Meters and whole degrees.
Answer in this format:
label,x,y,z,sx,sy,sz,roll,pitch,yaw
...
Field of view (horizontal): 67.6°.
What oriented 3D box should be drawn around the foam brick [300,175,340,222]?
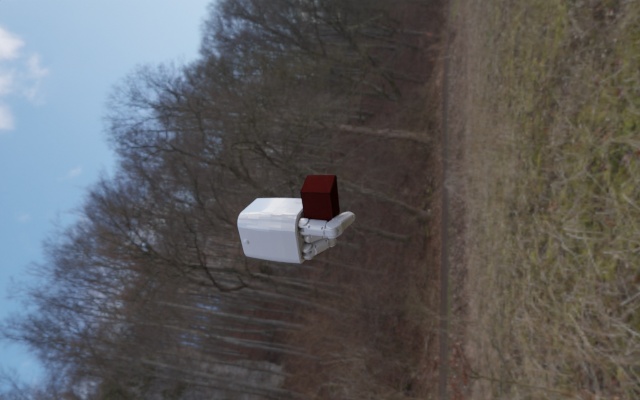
label,x,y,z,sx,sy,sz,roll,pitch,yaw
foam brick,0.000,0.002,0.797,0.051,0.078,0.053,4,36,14
